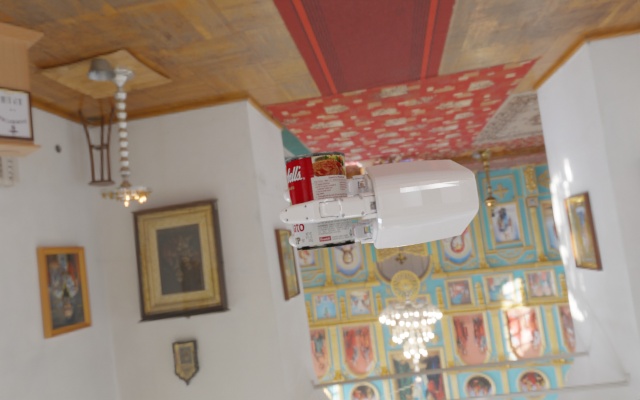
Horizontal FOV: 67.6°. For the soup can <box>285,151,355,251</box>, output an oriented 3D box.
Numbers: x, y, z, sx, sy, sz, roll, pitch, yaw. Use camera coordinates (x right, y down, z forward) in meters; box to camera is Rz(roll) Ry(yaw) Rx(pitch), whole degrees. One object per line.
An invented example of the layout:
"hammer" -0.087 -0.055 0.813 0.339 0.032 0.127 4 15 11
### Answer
"soup can" 0.000 0.002 0.536 0.068 0.102 0.068 -7 -4 0
